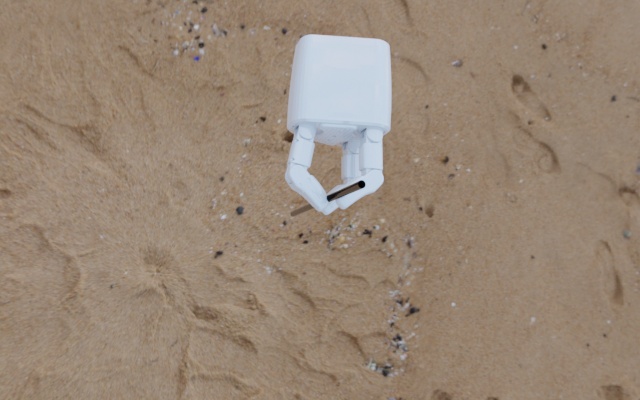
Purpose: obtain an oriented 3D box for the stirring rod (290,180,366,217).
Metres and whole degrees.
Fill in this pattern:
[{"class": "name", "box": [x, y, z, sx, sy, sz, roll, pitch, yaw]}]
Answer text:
[{"class": "stirring rod", "box": [0.000, 0.002, 0.563, 0.011, 0.011, 0.239, 0, -8, -19]}]
